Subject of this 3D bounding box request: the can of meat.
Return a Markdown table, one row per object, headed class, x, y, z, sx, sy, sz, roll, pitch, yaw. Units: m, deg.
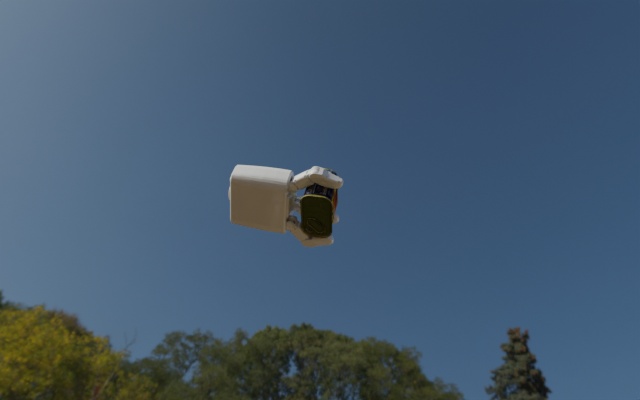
| class | x | y | z | sx | sy | sz | roll | pitch | yaw |
| --- | --- | --- | --- | --- | --- | --- | --- | --- | --- |
| can of meat | 0.000 | 0.003 | 0.874 | 0.057 | 0.102 | 0.084 | 7 | 43 | 8 |
